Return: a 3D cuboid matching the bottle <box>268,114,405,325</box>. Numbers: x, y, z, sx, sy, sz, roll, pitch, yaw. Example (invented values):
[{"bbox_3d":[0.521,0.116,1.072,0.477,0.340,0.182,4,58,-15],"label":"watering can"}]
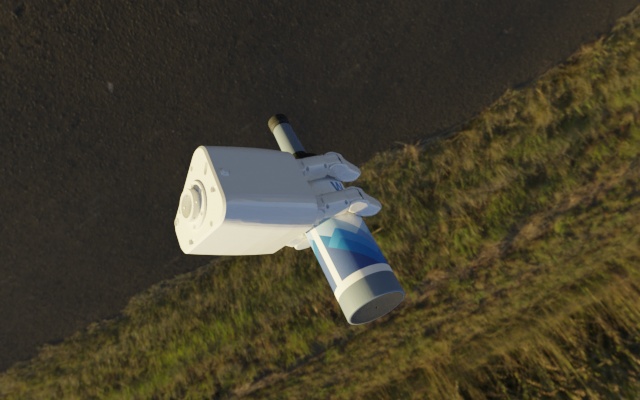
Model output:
[{"bbox_3d":[0.000,0.002,0.573,0.069,0.295,0.069,-20,-33,-13],"label":"bottle"}]
